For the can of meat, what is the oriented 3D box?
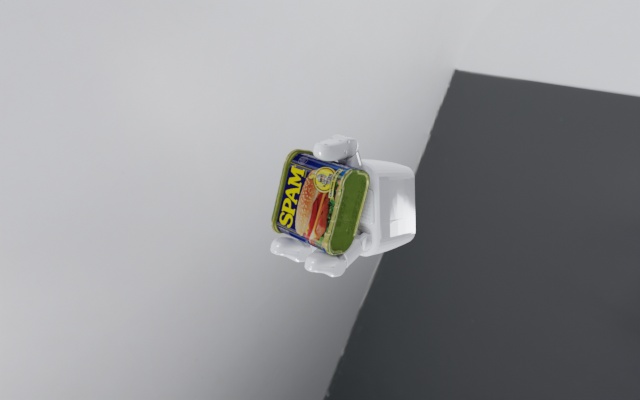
[{"bbox_3d":[0.000,0.002,0.536,0.084,0.102,0.057,21,12,35],"label":"can of meat"}]
